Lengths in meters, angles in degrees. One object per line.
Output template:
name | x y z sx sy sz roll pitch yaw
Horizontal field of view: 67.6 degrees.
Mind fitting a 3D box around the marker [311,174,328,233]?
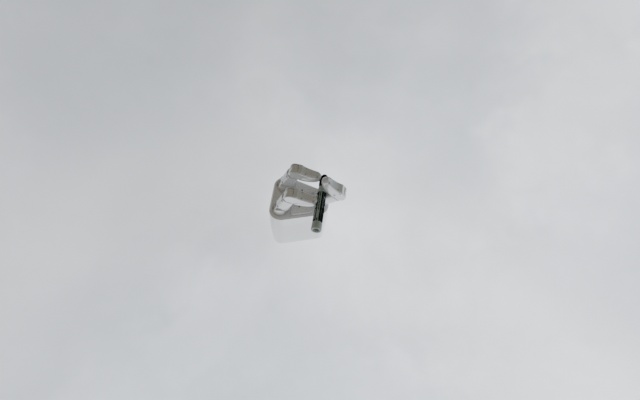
marker | 0.000 0.003 0.868 0.020 0.121 0.020 6 -33 4
